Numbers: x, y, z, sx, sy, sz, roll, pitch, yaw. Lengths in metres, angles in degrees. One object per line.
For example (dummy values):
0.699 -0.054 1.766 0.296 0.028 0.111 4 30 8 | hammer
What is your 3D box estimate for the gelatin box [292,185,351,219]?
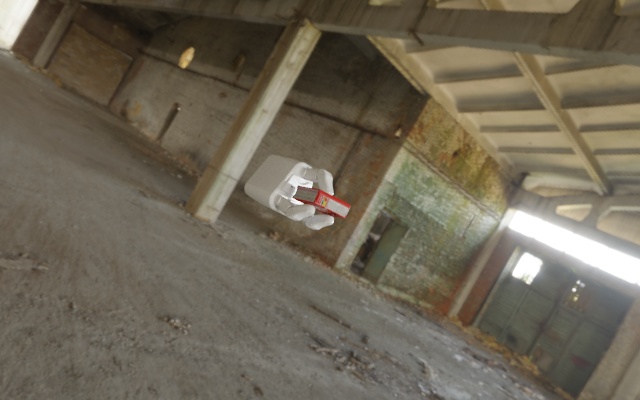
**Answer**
0.000 0.002 0.875 0.073 0.030 0.089 27 -8 -30 | gelatin box
